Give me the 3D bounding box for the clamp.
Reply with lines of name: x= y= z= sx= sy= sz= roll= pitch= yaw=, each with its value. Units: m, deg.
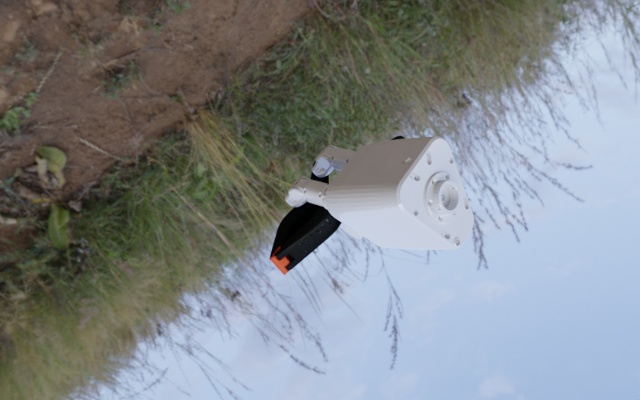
clamp: x=0.000 y=0.003 z=0.591 sx=0.210 sy=0.036 sz=0.164 roll=-50 pitch=24 yaw=-26
